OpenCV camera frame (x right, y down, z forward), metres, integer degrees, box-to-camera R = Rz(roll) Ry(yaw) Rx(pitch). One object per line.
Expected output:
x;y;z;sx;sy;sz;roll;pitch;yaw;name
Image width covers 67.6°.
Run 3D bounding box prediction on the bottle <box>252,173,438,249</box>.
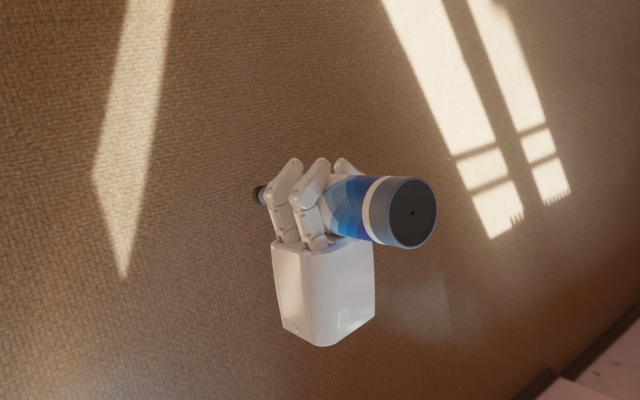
0.000;0.002;0.555;0.069;0.069;0.295;0;4;-35;bottle
